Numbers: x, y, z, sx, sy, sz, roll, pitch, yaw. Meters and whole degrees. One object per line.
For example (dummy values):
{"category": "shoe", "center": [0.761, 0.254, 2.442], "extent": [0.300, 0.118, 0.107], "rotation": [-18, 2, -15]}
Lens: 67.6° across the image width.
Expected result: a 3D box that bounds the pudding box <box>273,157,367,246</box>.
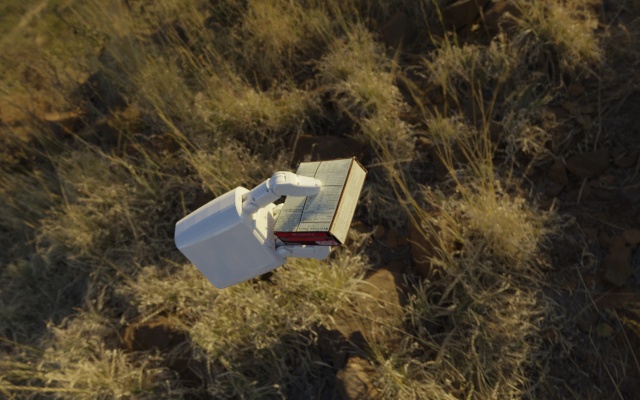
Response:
{"category": "pudding box", "center": [0.000, 0.002, 0.602], "extent": [0.090, 0.113, 0.039], "rotation": [-1, -32, 36]}
